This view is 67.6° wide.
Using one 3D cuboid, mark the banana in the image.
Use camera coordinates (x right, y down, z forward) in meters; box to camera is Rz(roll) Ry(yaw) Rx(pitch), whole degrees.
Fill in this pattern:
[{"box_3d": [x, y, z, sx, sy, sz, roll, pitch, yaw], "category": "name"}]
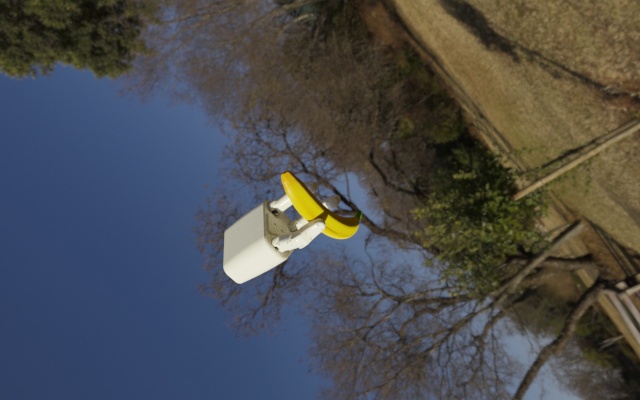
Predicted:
[{"box_3d": [0.005, 0.019, 0.772, 0.037, 0.069, 0.198, -30, -39, 27], "category": "banana"}]
